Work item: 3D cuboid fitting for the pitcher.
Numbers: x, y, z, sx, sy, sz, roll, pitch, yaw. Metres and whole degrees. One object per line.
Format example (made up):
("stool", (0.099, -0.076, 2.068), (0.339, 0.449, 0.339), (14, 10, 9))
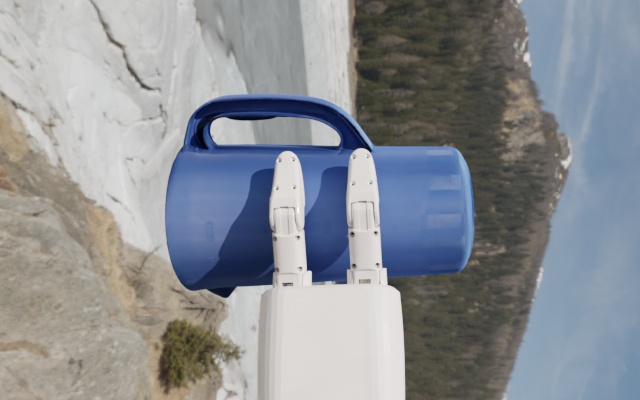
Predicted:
("pitcher", (0.000, 0.002, 0.415), (0.243, 0.145, 0.149), (-2, -25, 6))
